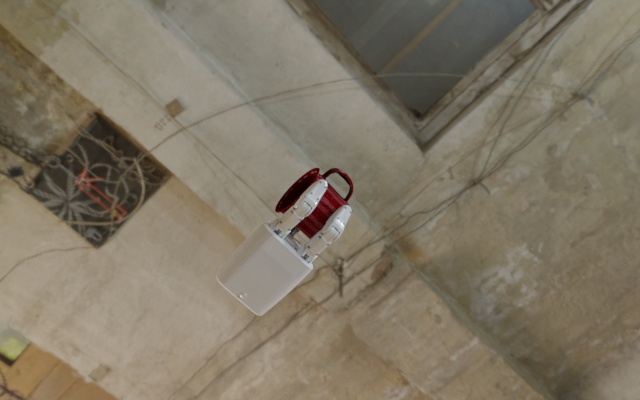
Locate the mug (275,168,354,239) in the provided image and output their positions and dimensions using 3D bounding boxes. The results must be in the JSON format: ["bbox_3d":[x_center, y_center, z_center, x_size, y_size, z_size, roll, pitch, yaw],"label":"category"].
[{"bbox_3d":[0.001,0.002,0.729,0.081,0.117,0.093,45,6,-16],"label":"mug"}]
